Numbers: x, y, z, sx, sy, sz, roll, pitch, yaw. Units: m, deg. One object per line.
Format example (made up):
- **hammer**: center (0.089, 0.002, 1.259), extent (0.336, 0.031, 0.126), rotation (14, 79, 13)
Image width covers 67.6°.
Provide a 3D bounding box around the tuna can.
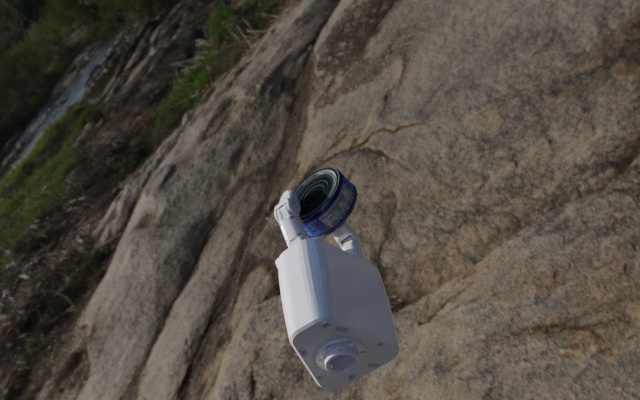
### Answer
- **tuna can**: center (0.000, 0.001, 0.570), extent (0.034, 0.086, 0.086), rotation (43, -25, -30)
